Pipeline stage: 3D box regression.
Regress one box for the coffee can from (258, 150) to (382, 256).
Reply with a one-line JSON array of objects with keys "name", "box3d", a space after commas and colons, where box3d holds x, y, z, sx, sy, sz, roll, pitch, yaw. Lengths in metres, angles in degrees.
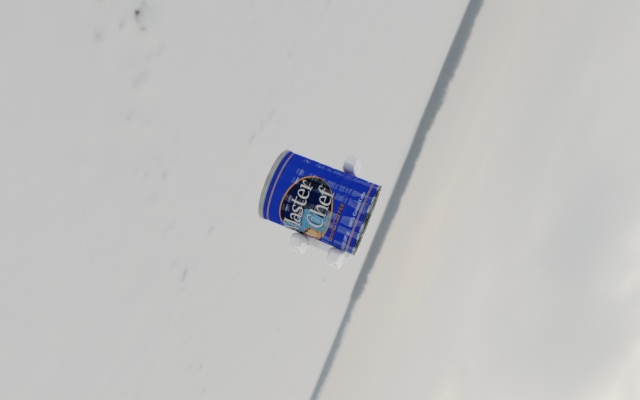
[{"name": "coffee can", "box3d": [0.000, 0.002, 0.654, 0.140, 0.103, 0.103, 22, 3, 8]}]
